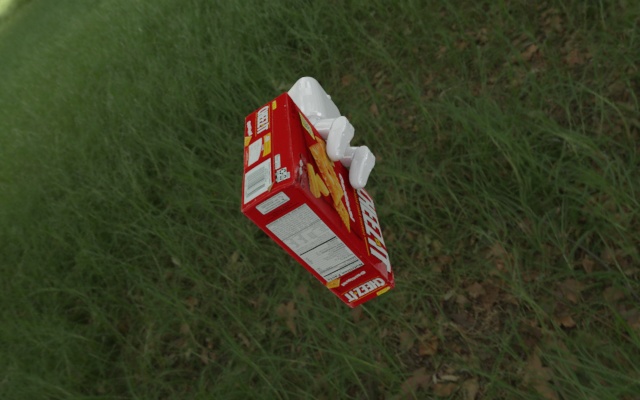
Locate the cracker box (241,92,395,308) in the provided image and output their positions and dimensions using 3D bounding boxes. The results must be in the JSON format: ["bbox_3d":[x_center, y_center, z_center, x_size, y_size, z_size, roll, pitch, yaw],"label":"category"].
[{"bbox_3d":[0.000,0.002,0.567,0.072,0.164,0.214,-29,-50,19],"label":"cracker box"}]
